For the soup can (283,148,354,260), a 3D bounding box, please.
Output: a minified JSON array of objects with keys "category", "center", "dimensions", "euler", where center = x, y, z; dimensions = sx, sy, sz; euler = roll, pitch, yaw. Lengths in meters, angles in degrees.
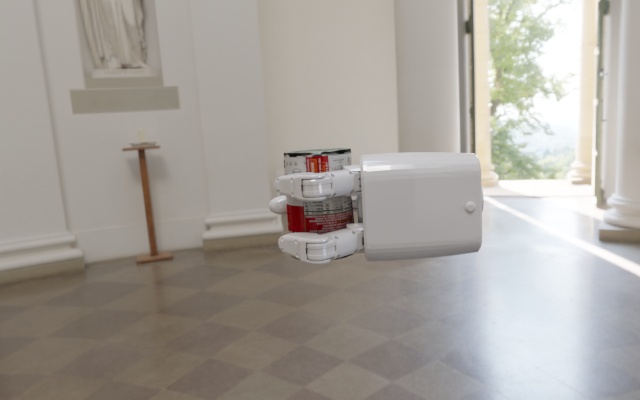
[{"category":"soup can","center":[0.000,0.001,0.469],"dimensions":[0.068,0.102,0.068],"euler":[-3,8,1]}]
